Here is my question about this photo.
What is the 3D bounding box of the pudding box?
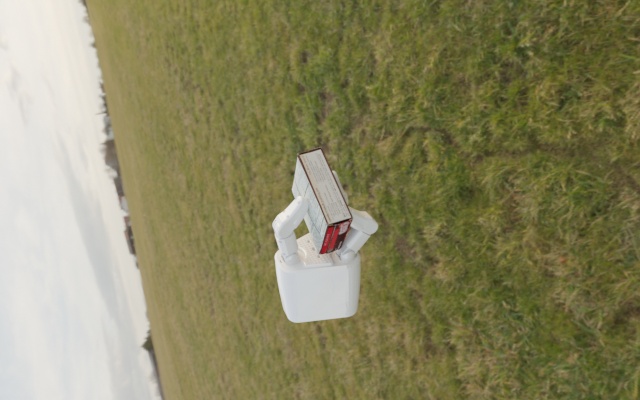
[{"bbox_3d":[0.000,0.002,0.625,0.039,0.113,0.090,-17,-25,-18],"label":"pudding box"}]
